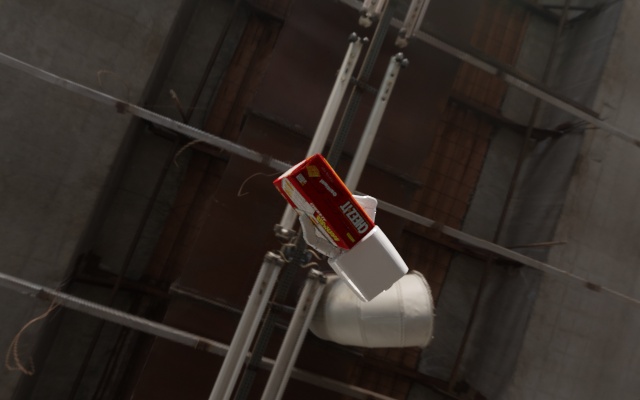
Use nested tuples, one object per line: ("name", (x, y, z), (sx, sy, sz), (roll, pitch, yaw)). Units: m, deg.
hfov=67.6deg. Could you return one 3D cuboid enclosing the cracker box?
("cracker box", (0.000, 0.003, 0.895), (0.072, 0.164, 0.213), (-40, 7, -11))
